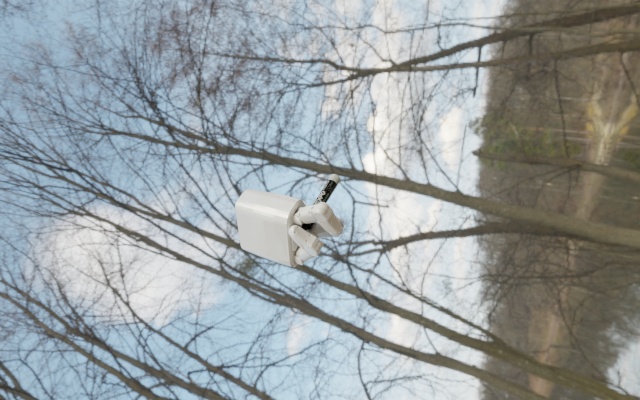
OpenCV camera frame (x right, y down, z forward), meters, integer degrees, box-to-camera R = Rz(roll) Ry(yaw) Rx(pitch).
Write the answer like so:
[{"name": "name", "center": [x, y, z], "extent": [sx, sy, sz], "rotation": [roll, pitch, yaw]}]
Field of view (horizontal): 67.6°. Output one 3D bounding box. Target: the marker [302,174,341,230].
[{"name": "marker", "center": [0.000, 0.003, 0.787], "extent": [0.020, 0.020, 0.121], "rotation": [0, 44, 37]}]
